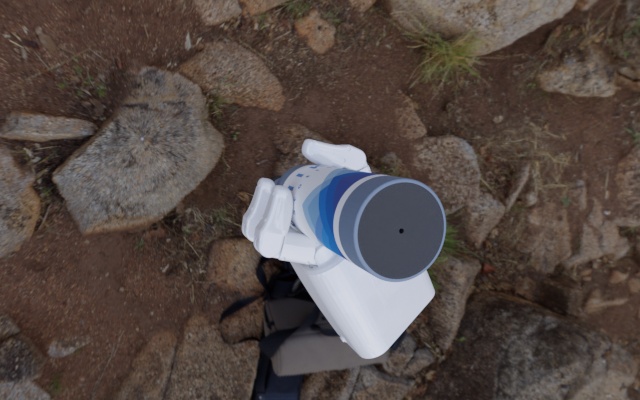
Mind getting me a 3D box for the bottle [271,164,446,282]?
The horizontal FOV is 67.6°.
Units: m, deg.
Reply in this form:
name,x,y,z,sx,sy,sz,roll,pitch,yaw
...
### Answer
name,x,y,z,sx,sy,sz,roll,pitch,yaw
bottle,0.000,0.001,0.436,0.069,0.069,0.295,0,7,-21
